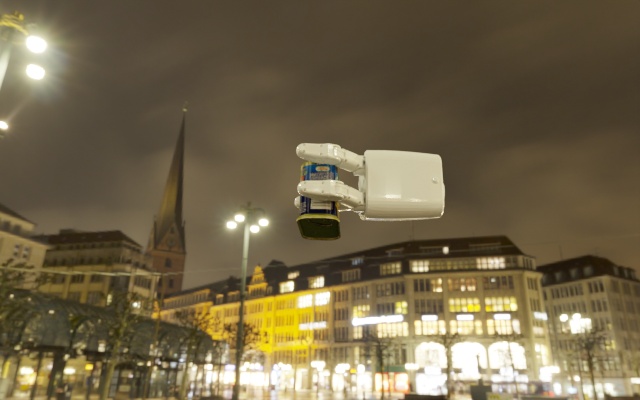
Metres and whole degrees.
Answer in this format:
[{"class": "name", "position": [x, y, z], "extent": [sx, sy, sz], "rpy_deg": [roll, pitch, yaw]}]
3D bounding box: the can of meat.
[{"class": "can of meat", "position": [0.000, 0.002, 0.676], "extent": [0.057, 0.084, 0.102], "rpy_deg": [0, -21, 4]}]
